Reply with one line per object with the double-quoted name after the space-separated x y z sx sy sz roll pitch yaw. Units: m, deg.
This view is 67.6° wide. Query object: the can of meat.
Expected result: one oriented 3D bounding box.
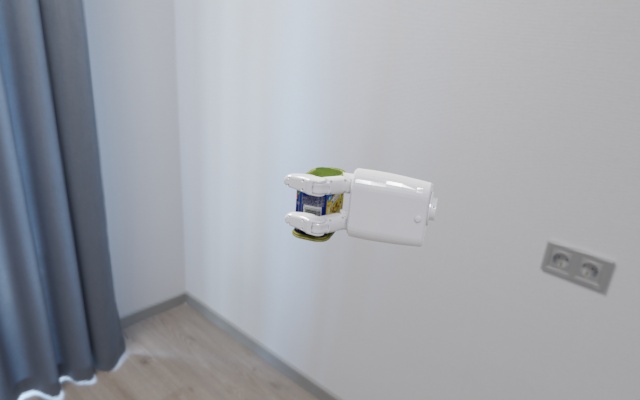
0.000 0.002 0.708 0.057 0.084 0.102 12 22 17 "can of meat"
